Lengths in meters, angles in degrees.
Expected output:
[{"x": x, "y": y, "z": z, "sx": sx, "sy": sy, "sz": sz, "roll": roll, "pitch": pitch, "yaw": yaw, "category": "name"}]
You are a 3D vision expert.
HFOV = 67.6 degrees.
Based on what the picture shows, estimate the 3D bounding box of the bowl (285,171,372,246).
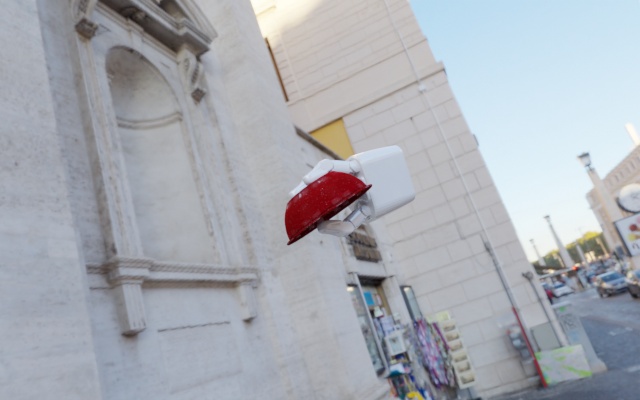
[{"x": -0.001, "y": 0.002, "z": 0.741, "sx": 0.162, "sy": 0.055, "sz": 0.162, "roll": -35, "pitch": -5, "yaw": -3, "category": "bowl"}]
